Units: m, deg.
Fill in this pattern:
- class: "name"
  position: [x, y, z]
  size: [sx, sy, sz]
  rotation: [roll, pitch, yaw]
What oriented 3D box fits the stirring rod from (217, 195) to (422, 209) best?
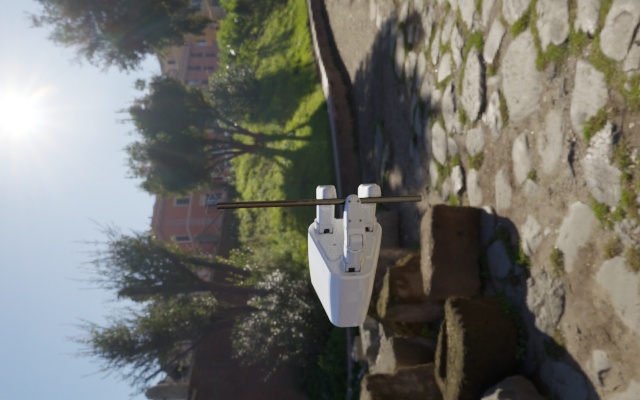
- class: "stirring rod"
  position: [0.000, 0.002, 0.563]
  size: [0.239, 0.011, 0.011]
  rotation: [-2, 0, -4]
